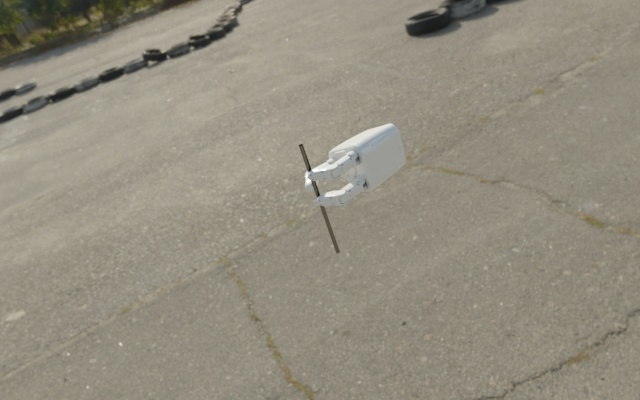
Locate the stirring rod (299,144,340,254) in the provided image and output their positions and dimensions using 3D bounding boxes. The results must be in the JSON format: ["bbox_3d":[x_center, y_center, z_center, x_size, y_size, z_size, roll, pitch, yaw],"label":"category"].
[{"bbox_3d":[0.000,0.003,0.897,0.011,0.240,0.011,-15,28,8],"label":"stirring rod"}]
